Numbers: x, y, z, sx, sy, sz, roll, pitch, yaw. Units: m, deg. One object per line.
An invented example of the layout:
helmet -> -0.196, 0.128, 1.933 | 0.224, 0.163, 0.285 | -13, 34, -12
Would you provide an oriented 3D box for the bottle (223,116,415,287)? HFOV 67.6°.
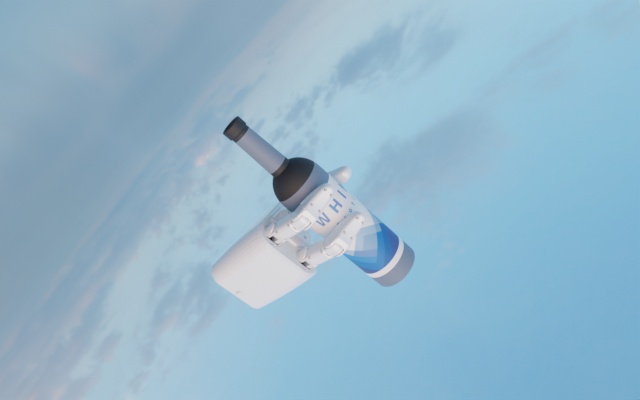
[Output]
bottle -> 0.000, 0.002, 0.603 | 0.296, 0.069, 0.069 | 41, -18, -22
